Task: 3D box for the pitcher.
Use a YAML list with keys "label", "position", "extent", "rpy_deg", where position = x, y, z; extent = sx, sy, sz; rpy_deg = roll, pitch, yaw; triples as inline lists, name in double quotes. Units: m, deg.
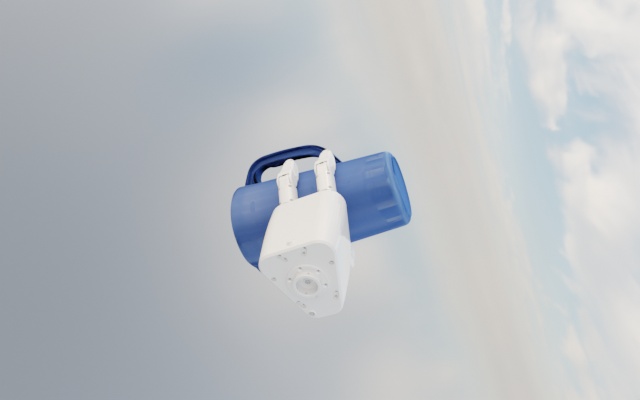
- label: "pitcher"
  position: [0.000, 0.002, 0.699]
  extent: [0.243, 0.149, 0.145]
  rpy_deg: [-16, 27, 16]
